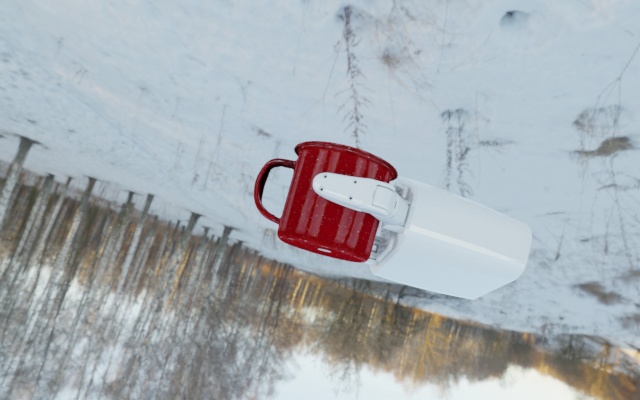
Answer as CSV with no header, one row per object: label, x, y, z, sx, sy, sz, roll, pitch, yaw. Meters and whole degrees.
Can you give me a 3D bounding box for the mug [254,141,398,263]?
mug,-0.001,0.001,0.408,0.117,0.081,0.093,16,-11,-2
